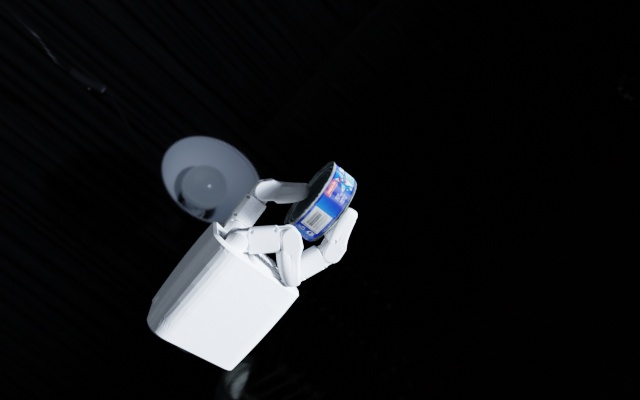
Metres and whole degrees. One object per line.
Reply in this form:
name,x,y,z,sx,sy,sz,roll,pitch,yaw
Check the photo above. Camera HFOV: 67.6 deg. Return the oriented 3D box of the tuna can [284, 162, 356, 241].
tuna can,0.001,0.002,0.518,0.034,0.086,0.086,38,-10,-13
